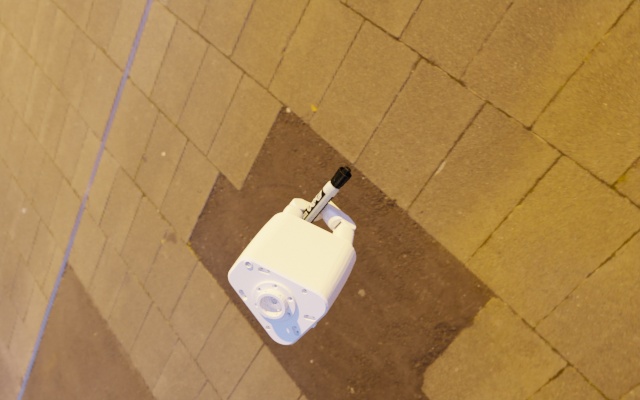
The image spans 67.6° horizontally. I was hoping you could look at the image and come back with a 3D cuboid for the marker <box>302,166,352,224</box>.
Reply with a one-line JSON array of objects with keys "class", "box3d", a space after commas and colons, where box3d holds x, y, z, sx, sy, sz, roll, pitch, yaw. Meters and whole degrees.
[{"class": "marker", "box3d": [0.000, 0.002, 0.605, 0.020, 0.020, 0.121, 0, -41, -48]}]
